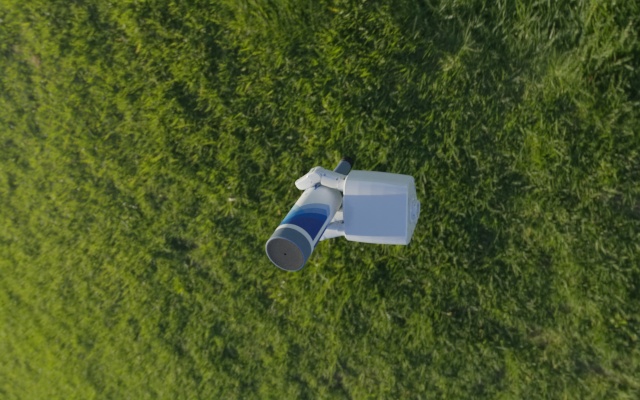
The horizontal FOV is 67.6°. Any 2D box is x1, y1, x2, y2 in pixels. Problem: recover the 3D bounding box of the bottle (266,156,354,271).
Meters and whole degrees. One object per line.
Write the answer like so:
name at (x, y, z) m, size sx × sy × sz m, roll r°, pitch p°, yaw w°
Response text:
bottle at (0.000, 0.003, 0.832) m, size 0.069 × 0.069 × 0.295 m, roll 0°, pitch 32°, yaw 26°
